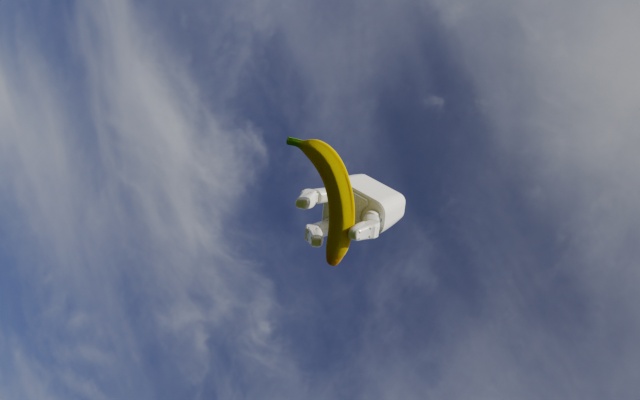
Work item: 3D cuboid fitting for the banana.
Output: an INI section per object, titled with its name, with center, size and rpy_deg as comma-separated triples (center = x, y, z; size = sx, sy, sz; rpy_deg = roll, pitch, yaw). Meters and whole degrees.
[banana]
center = 0.015, -0.005, 0.682
size = 0.069, 0.198, 0.037
rpy_deg = -16, 4, 29
